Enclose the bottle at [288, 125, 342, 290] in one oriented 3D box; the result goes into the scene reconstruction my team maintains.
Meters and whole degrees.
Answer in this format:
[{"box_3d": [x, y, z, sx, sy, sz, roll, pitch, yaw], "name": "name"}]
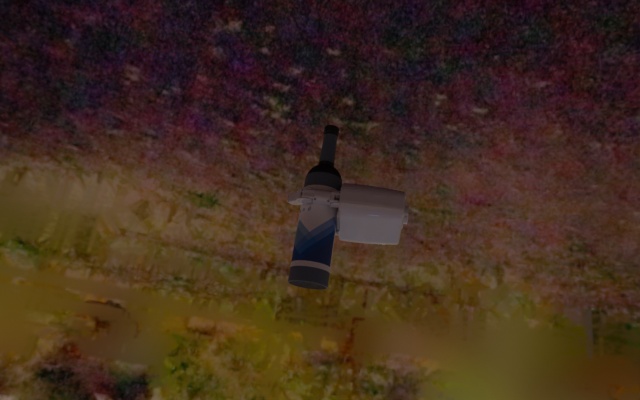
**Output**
[{"box_3d": [0.000, 0.003, 0.835, 0.069, 0.295, 0.069, 8, -20, 3], "name": "bottle"}]
